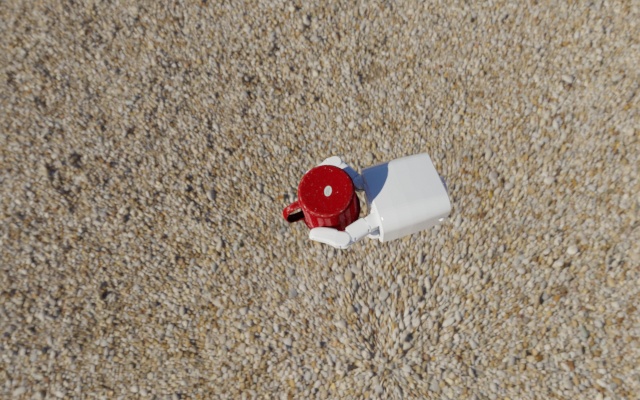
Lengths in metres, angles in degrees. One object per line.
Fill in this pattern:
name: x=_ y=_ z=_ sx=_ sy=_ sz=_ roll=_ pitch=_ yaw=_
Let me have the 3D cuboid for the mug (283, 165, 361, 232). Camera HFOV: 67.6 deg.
mug: x=-0.001 y=0.003 z=0.700 sx=0.117 sy=0.093 sz=0.081 roll=-18 pitch=-20 yaw=0
